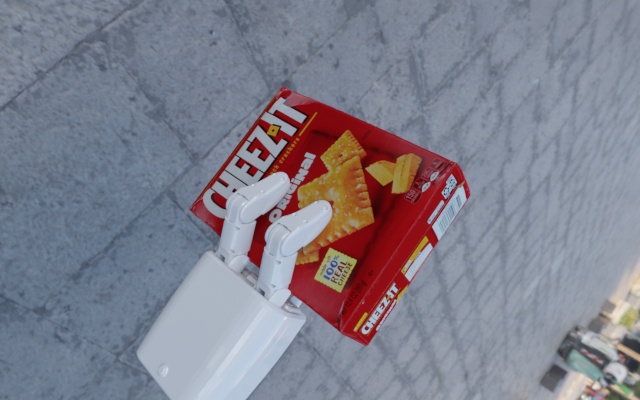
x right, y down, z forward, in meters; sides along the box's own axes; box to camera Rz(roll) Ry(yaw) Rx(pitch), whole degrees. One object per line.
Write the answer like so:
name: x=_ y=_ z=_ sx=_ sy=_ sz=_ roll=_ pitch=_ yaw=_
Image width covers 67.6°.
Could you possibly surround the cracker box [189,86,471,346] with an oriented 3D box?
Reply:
cracker box: x=0.000 y=0.002 z=0.445 sx=0.213 sy=0.164 sz=0.072 roll=32 pitch=-8 yaw=34
